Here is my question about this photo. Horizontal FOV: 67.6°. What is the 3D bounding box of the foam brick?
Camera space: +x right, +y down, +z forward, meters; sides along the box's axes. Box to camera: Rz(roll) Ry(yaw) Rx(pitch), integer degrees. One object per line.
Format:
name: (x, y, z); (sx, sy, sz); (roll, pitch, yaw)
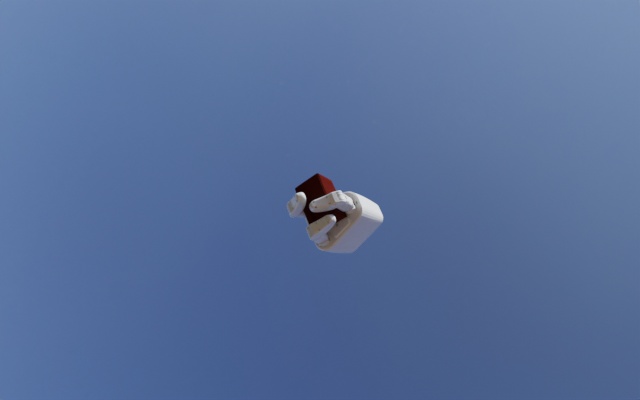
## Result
foam brick: (0.000, 0.002, 0.827); (0.053, 0.078, 0.051); (-31, -24, 21)
